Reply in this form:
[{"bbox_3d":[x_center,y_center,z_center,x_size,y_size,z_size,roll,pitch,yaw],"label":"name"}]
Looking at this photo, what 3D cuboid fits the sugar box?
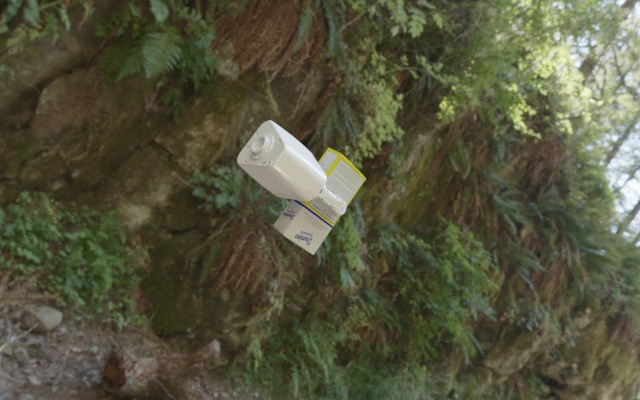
[{"bbox_3d":[0.000,0.002,0.870,0.093,0.176,0.048,39,-3,-42],"label":"sugar box"}]
